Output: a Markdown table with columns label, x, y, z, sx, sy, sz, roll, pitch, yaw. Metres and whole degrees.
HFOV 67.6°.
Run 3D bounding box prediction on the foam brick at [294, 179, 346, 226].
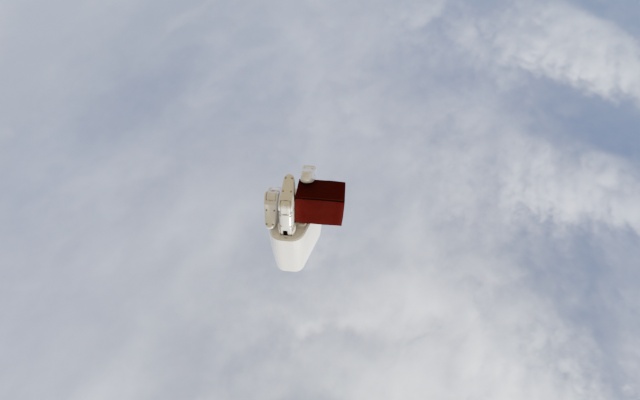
| label | x | y | z | sx | sy | sz | roll | pitch | yaw |
| --- | --- | --- | --- | --- | --- | --- | --- | --- | --- |
| foam brick | 0.000 | 0.002 | 0.758 | 0.078 | 0.051 | 0.053 | 5 | 37 | 4 |
